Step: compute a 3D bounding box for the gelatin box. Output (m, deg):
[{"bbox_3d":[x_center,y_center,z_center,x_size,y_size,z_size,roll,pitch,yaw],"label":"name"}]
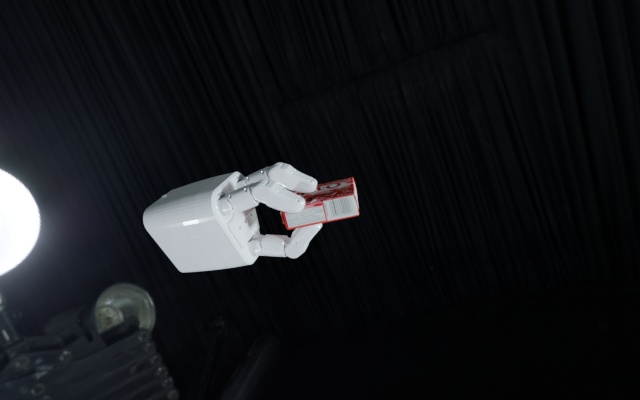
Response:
[{"bbox_3d":[0.001,0.002,0.577,0.089,0.030,0.073,-12,17,6],"label":"gelatin box"}]
